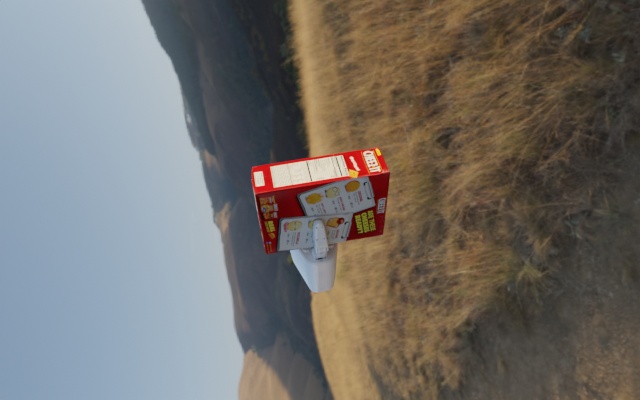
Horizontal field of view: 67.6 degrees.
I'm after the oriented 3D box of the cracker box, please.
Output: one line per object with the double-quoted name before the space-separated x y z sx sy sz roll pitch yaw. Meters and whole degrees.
"cracker box" 0.000 0.003 0.805 0.213 0.072 0.164 -10 -41 -6
